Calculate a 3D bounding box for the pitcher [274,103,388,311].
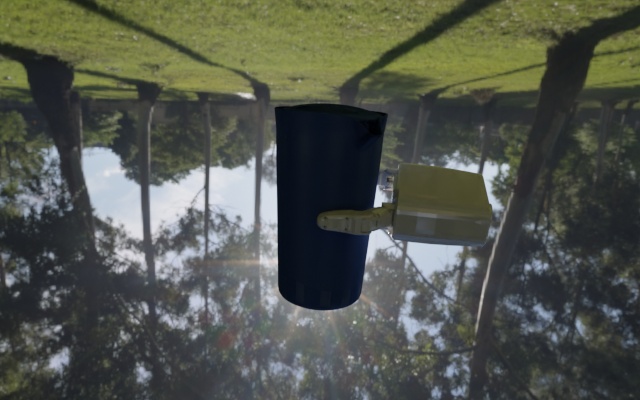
[{"bbox_3d":[0.000,0.002,0.596,0.145,0.243,0.149,6,14,7],"label":"pitcher"}]
